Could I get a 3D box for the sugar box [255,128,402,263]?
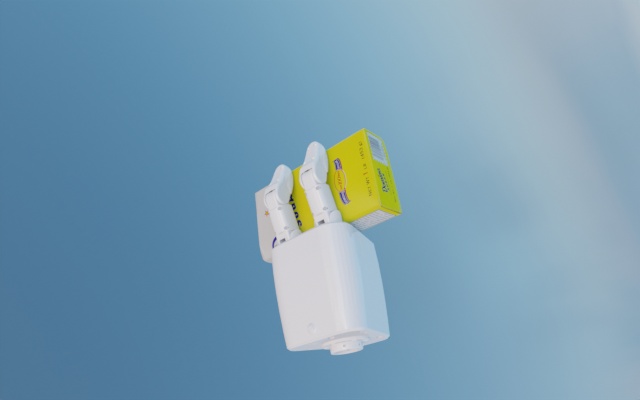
[{"bbox_3d":[0.000,0.002,0.537,0.176,0.093,0.048,-27,-30,33],"label":"sugar box"}]
